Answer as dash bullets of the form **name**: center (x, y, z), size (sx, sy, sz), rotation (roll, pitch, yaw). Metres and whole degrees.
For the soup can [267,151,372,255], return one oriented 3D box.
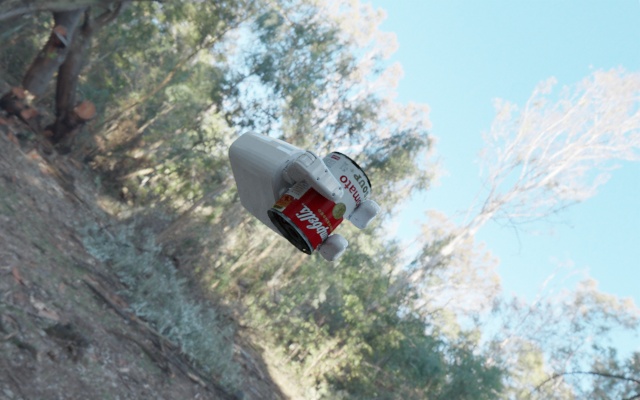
- **soup can**: center (0.001, 0.002, 0.535), size (0.102, 0.068, 0.068), rotation (-44, 17, -18)
